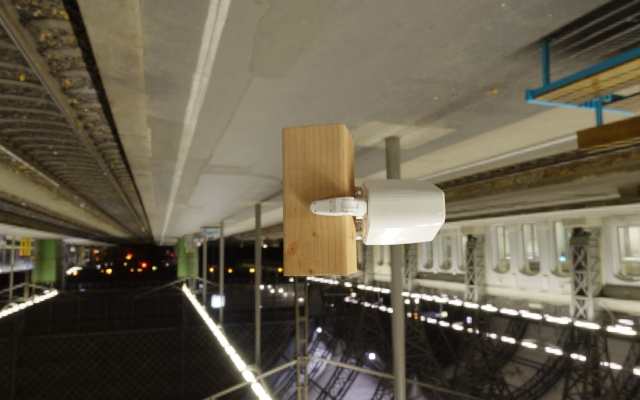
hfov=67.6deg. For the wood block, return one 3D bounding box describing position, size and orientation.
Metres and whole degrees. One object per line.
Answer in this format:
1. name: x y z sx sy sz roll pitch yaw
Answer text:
1. wood block: 0.000 0.002 0.690 0.090 0.206 0.091 -2 -6 13
